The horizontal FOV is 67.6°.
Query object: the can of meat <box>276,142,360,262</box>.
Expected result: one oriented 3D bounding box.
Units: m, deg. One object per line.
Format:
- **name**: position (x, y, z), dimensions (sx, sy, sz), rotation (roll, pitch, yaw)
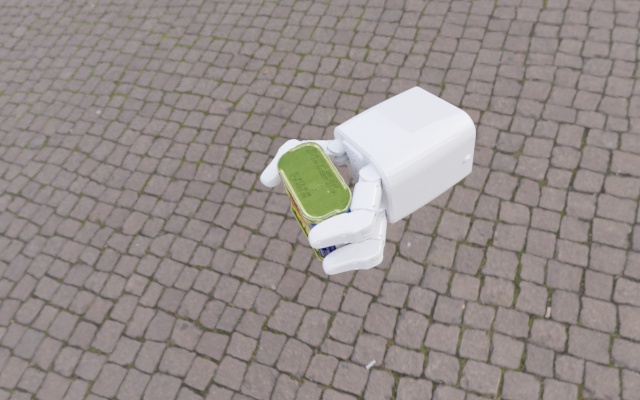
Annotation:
- **can of meat**: position (0.000, 0.001, 0.492), dimensions (0.057, 0.102, 0.084), rotation (-27, -35, -6)
